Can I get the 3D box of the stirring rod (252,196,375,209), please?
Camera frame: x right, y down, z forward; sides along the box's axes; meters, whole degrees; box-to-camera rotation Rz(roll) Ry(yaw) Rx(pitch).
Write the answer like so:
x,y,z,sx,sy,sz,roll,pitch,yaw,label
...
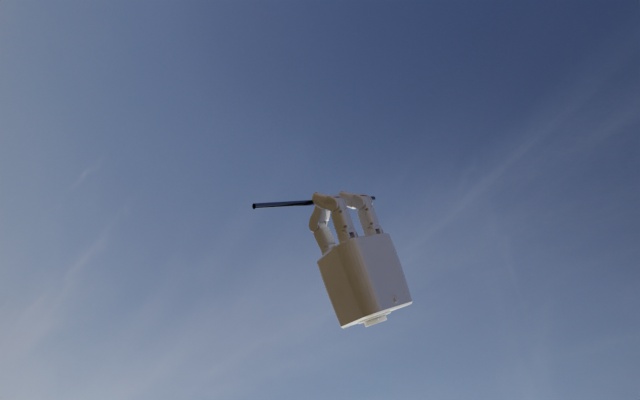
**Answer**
x,y,z,sx,sy,sz,roll,pitch,yaw,label
0.000,0.002,0.715,0.239,0.011,0.011,-3,2,-43,stirring rod
